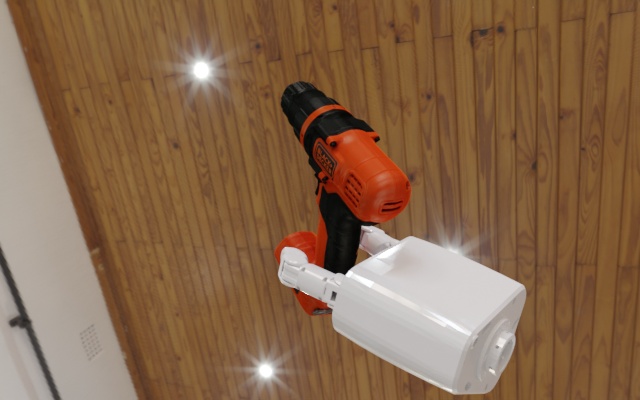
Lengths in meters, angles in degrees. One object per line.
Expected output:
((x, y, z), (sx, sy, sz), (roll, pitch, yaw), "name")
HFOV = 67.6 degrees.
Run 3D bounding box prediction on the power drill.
((0.000, 0.002, 0.453), (0.057, 0.188, 0.184), (-9, 42, -25), "power drill")
